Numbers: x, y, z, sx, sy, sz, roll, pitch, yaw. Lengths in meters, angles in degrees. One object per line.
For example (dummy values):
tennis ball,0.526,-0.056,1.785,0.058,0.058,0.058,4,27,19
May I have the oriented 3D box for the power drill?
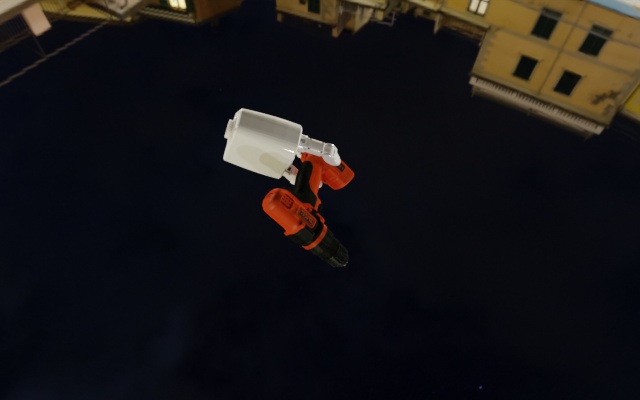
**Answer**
power drill,0.000,0.002,0.839,0.057,0.187,0.184,-26,-60,40
